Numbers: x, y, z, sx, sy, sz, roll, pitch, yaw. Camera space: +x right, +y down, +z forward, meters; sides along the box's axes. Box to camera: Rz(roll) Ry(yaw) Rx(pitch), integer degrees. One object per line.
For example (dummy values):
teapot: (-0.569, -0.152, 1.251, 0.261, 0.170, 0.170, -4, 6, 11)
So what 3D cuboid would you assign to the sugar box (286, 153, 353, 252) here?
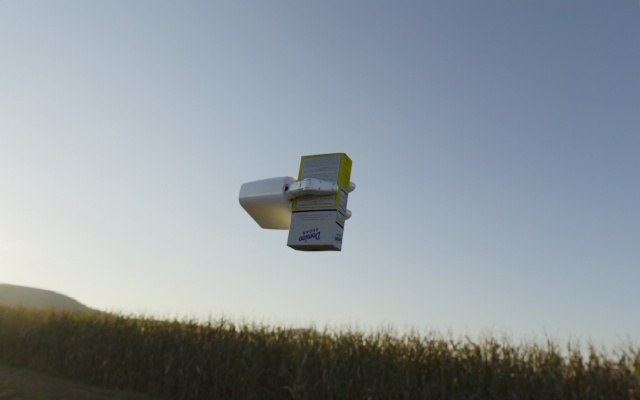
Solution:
sugar box: (0.000, 0.003, 0.855, 0.093, 0.176, 0.048, -2, -21, 28)
